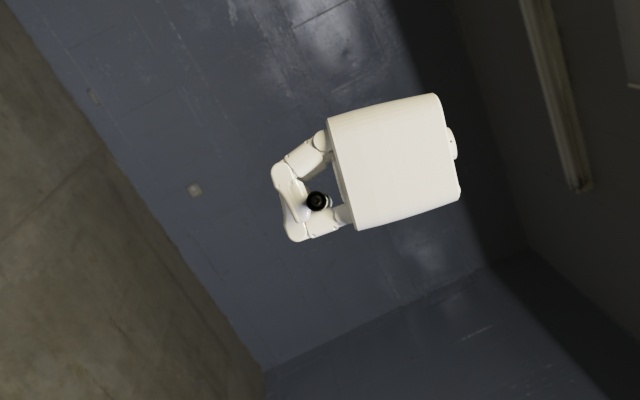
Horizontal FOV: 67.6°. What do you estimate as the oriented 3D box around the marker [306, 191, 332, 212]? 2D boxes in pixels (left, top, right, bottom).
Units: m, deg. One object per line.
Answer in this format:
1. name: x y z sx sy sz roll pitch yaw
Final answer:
1. marker: 0.000 0.002 0.482 0.020 0.020 0.121 0 -1 4
